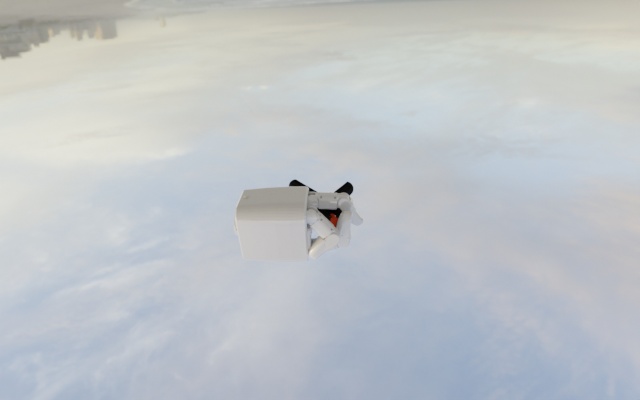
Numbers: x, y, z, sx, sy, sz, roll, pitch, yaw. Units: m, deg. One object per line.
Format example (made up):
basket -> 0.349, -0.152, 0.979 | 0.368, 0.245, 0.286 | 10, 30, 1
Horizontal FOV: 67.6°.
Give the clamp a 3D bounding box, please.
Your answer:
clamp -> 0.000, 0.003, 0.830 | 0.120, 0.039, 0.171 | 0, 22, 1
